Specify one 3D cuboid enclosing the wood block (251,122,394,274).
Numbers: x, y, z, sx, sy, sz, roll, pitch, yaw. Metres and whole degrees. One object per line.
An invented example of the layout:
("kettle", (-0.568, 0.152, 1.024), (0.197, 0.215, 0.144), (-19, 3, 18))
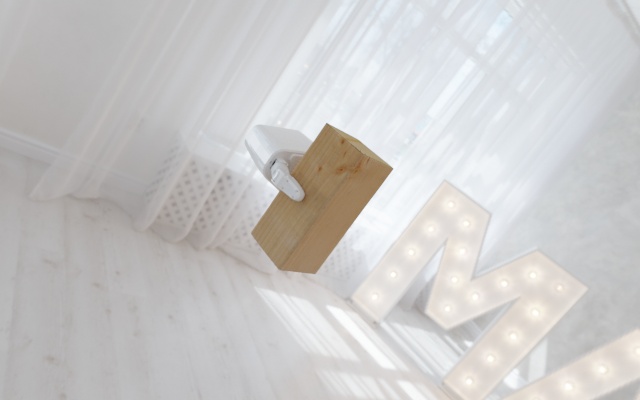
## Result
("wood block", (0.000, 0.002, 0.715), (0.091, 0.206, 0.090), (17, 23, -50))
